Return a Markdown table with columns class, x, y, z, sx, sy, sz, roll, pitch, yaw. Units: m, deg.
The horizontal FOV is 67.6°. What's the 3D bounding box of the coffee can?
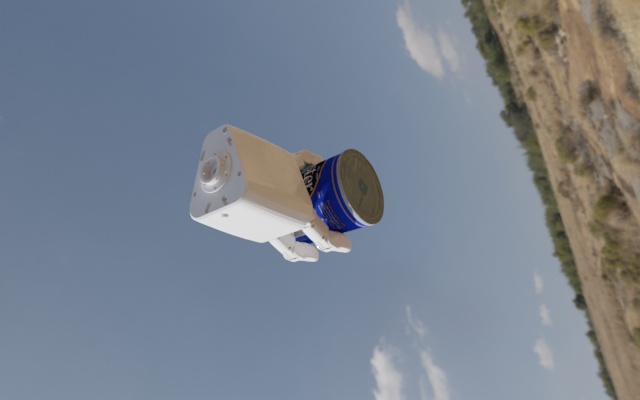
| class | x | y | z | sx | sy | sz | roll | pitch | yaw |
| --- | --- | --- | --- | --- | --- | --- | --- | --- | --- |
| coffee can | 0.000 | 0.002 | 0.649 | 0.140 | 0.103 | 0.103 | -21 | -11 | 32 |
